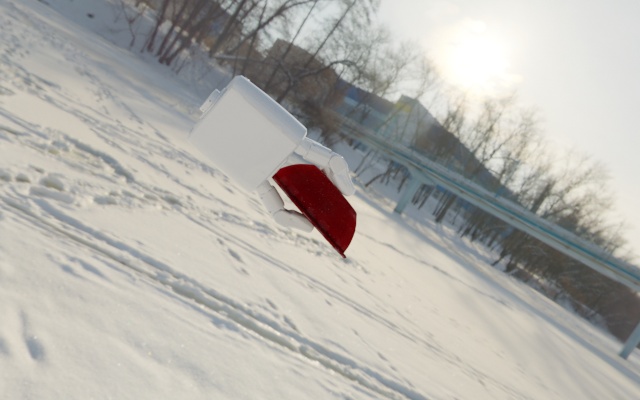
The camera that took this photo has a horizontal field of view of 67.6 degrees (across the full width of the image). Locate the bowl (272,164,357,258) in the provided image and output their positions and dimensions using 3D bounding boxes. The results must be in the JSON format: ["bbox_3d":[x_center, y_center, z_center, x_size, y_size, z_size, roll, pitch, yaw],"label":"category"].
[{"bbox_3d":[0.001,0.003,0.659,0.055,0.162,0.162,-41,1,-1],"label":"bowl"}]
